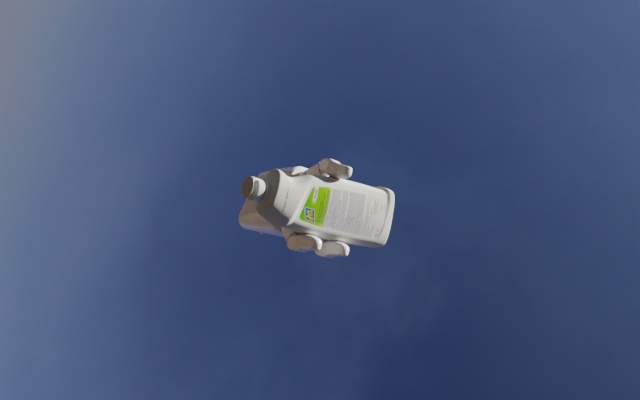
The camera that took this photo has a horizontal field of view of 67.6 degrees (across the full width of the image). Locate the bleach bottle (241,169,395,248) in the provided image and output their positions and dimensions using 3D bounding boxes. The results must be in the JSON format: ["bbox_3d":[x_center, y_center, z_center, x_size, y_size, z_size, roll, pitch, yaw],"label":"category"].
[{"bbox_3d":[0.000,0.002,0.697,0.251,0.102,0.068,17,-11,-39],"label":"bleach bottle"}]
